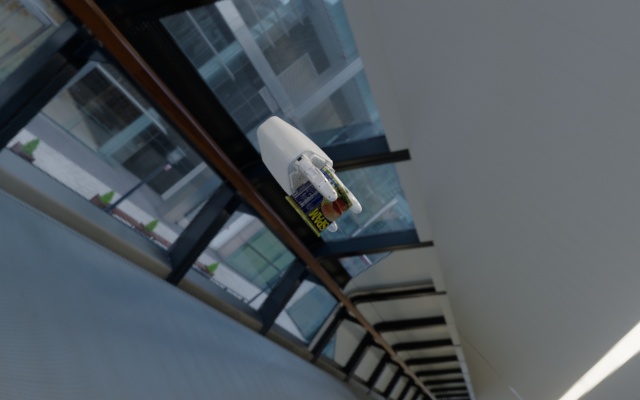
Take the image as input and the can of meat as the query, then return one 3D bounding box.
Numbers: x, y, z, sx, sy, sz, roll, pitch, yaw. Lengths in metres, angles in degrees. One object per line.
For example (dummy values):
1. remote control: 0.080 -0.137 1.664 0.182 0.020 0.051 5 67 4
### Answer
1. can of meat: 0.000 0.002 0.817 0.057 0.084 0.102 47 -4 34
